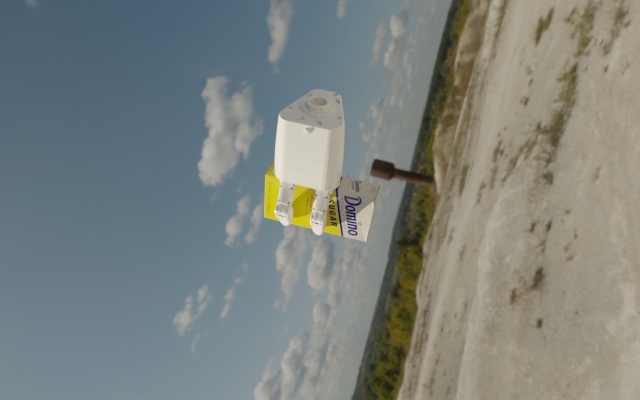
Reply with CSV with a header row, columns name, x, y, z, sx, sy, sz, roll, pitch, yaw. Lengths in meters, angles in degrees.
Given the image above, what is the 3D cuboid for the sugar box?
name,x,y,z,sx,sy,sz,roll,pitch,yaw
sugar box,0.000,0.003,0.764,0.176,0.093,0.048,14,40,10
